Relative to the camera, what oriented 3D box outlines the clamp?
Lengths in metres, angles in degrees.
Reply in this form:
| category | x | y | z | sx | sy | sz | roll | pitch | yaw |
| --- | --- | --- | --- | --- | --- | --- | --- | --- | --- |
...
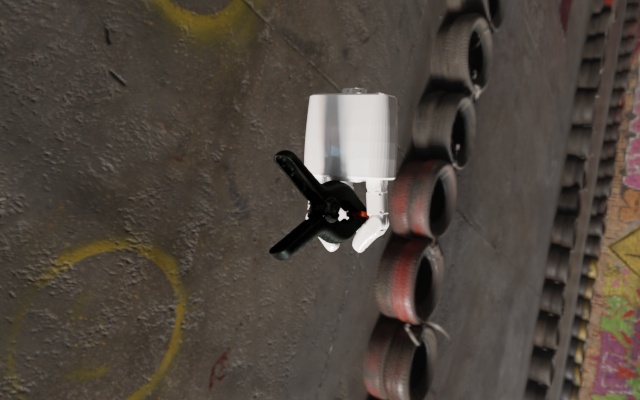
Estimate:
| category | x | y | z | sx | sy | sz | roll | pitch | yaw |
| --- | --- | --- | --- | --- | --- | --- | --- | --- | --- |
| clamp | 0.001 | 0.002 | 0.574 | 0.039 | 0.120 | 0.171 | 5 | 6 | 36 |
